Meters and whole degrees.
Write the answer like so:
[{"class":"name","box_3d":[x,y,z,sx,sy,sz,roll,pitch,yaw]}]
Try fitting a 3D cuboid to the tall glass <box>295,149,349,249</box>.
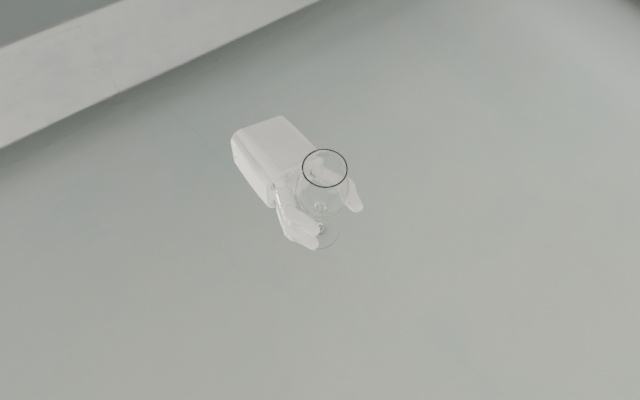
[{"class":"tall glass","box_3d":[0.000,0.003,0.724,0.079,0.079,0.201,0,-27,-4]}]
